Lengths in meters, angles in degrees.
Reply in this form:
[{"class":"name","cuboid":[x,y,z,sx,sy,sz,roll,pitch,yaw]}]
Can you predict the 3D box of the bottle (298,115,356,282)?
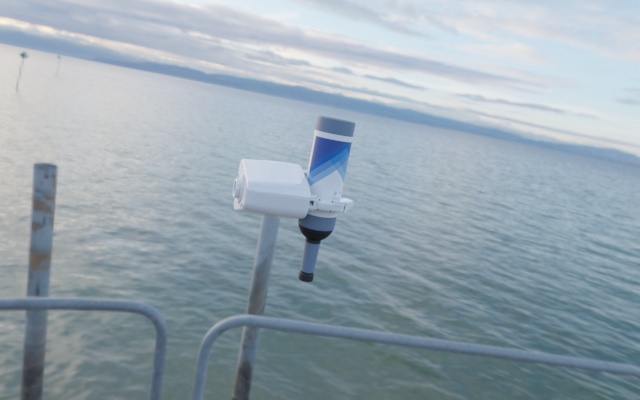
[{"class":"bottle","cuboid":[0.000,0.003,0.843,0.069,0.296,0.069,11,12,-2]}]
